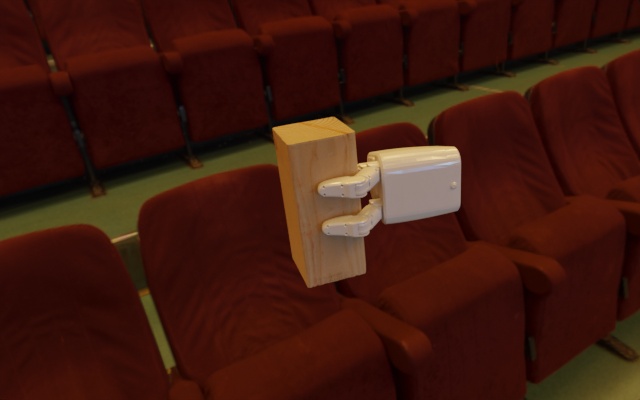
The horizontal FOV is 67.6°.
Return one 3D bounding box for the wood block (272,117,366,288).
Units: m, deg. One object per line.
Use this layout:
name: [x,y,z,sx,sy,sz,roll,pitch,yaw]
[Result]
wood block: [0.000,0.002,0.655,0.090,0.206,0.090,-13,25,-12]
